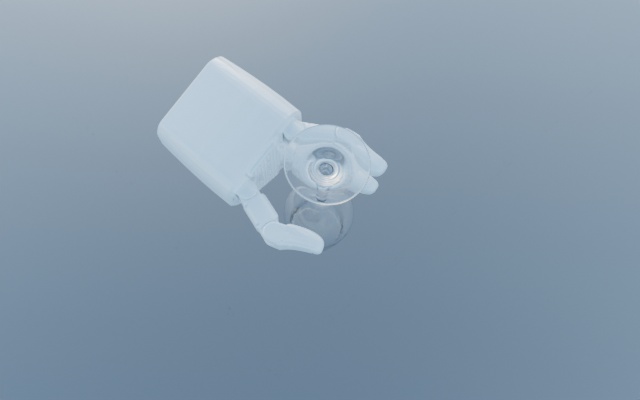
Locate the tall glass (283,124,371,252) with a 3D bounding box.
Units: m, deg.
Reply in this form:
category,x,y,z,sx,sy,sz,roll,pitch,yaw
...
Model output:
category,x,y,z,sx,sy,sz,roll,pitch,yaw
tall glass,0.000,0.002,0.495,0.079,0.079,0.201,0,-20,-3
